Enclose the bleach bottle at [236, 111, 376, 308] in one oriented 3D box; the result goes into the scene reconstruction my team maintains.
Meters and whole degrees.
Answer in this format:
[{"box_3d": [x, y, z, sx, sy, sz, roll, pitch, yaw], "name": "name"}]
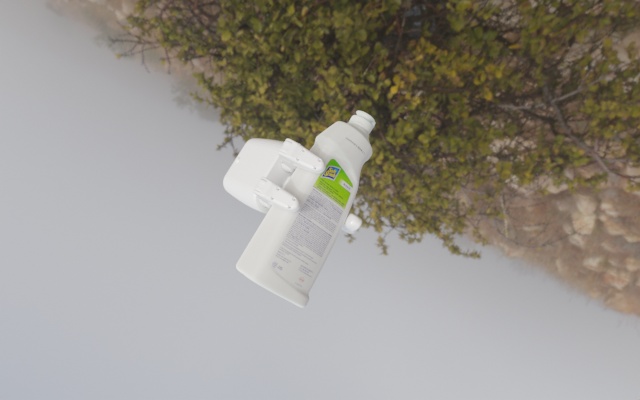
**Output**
[{"box_3d": [0.000, 0.002, 0.606, 0.103, 0.251, 0.068, 37, -10, -36], "name": "bleach bottle"}]
